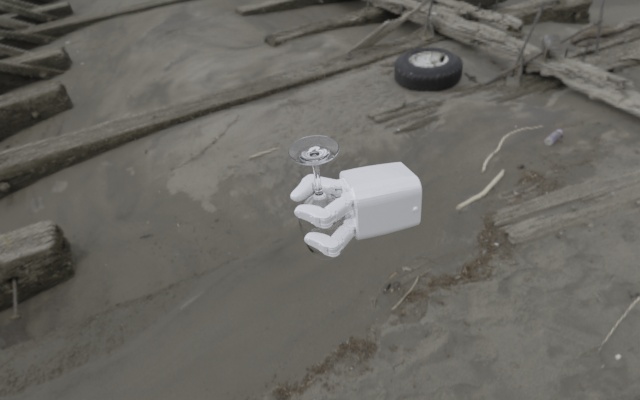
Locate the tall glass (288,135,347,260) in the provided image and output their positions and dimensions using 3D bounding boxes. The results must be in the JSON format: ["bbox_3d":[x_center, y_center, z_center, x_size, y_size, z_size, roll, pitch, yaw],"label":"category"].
[{"bbox_3d":[0.000,0.002,0.750,0.079,0.201,0.079,-4,40,3],"label":"tall glass"}]
